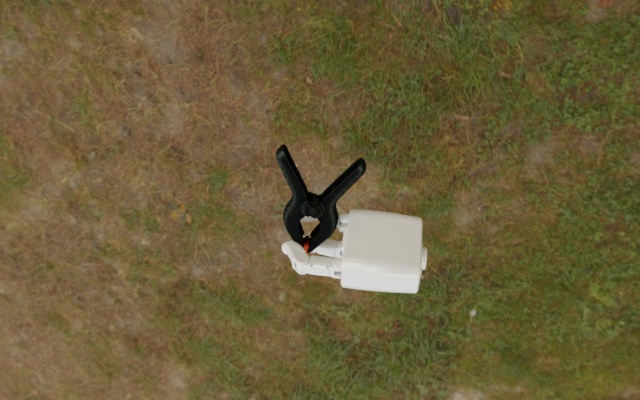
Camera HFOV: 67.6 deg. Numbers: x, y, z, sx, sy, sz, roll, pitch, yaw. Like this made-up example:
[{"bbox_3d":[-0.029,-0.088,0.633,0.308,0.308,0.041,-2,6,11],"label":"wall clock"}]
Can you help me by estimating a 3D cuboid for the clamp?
[{"bbox_3d":[0.000,0.003,0.670,0.120,0.172,0.039,5,34,7],"label":"clamp"}]
